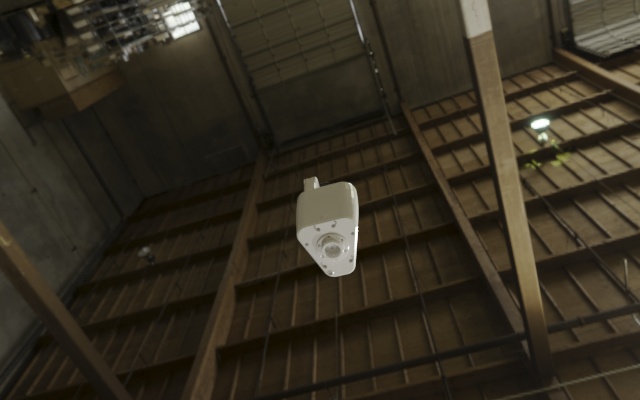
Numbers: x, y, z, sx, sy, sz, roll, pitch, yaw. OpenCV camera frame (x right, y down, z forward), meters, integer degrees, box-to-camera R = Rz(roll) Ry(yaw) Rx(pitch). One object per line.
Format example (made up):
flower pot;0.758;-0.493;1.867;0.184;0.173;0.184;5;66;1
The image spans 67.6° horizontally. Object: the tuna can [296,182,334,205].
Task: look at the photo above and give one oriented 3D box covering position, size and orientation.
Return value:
tuna can;0.000;0.003;0.887;0.086;0.034;0.086;-16;31;10
